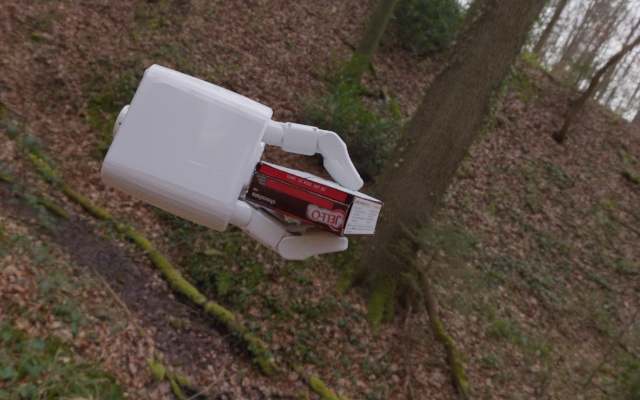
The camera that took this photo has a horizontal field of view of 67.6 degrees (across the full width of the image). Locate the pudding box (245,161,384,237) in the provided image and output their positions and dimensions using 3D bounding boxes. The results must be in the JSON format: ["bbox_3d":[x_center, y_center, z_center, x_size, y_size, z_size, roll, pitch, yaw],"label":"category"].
[{"bbox_3d":[0.000,0.001,0.424,0.090,0.039,0.113,21,5,20],"label":"pudding box"}]
